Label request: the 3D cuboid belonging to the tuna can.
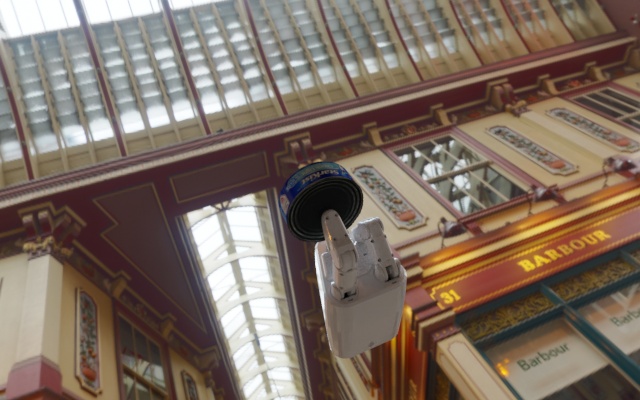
[{"bbox_3d":[0.000,0.001,0.503,0.086,0.086,0.033,0,37,-28],"label":"tuna can"}]
